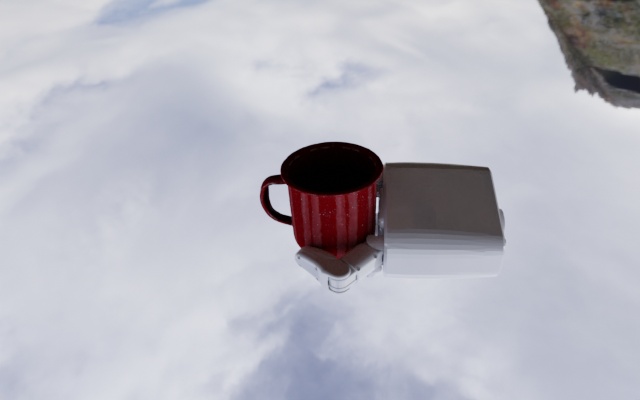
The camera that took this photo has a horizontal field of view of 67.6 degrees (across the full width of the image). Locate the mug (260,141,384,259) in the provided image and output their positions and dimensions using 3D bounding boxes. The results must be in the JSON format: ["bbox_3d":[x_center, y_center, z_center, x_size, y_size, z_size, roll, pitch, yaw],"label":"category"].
[{"bbox_3d":[-0.001,0.002,0.455,0.117,0.082,0.093,0,36,6],"label":"mug"}]
